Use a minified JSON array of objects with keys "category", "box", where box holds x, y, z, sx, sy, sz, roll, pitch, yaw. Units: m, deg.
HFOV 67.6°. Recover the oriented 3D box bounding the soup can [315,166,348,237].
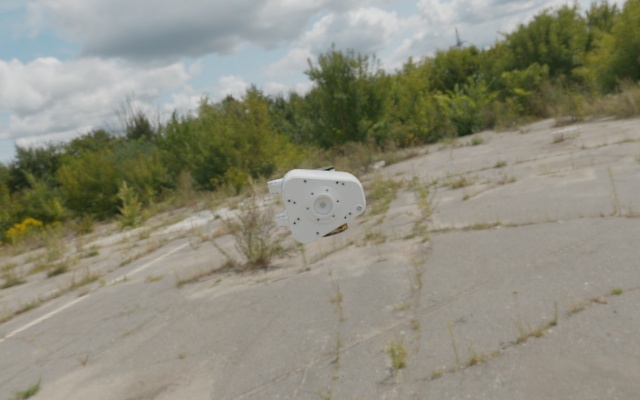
[{"category":"soup can","box":[0.000,0.002,0.761,0.068,0.102,0.068,-13,7,2]}]
